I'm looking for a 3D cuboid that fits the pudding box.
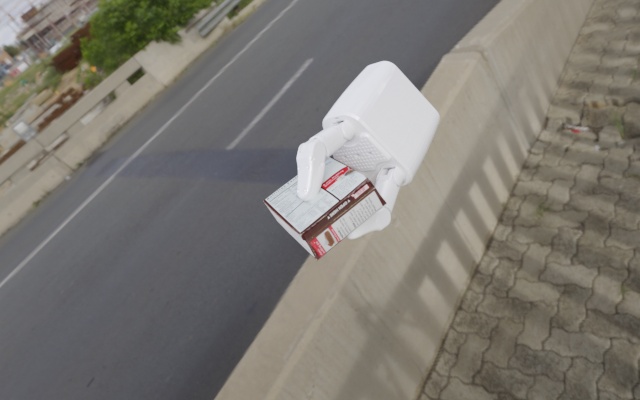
[{"bbox_3d":[0.000,0.001,0.496,0.090,0.039,0.113,-39,28,-8],"label":"pudding box"}]
